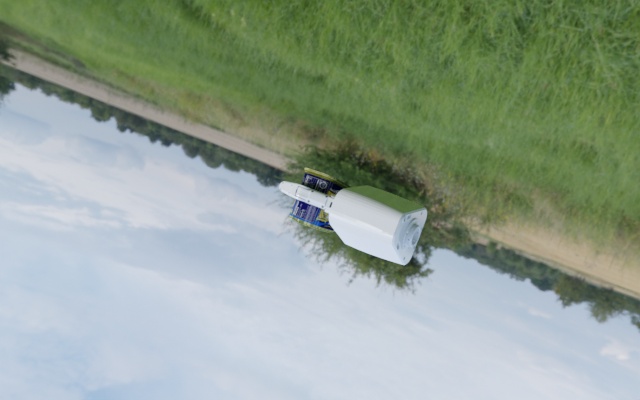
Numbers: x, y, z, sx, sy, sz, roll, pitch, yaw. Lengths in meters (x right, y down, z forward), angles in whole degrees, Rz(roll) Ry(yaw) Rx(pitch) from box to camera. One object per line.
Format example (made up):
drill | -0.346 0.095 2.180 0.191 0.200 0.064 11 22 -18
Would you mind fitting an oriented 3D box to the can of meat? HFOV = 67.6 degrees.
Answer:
can of meat | 0.000 0.003 0.767 0.057 0.084 0.102 20 -1 26
